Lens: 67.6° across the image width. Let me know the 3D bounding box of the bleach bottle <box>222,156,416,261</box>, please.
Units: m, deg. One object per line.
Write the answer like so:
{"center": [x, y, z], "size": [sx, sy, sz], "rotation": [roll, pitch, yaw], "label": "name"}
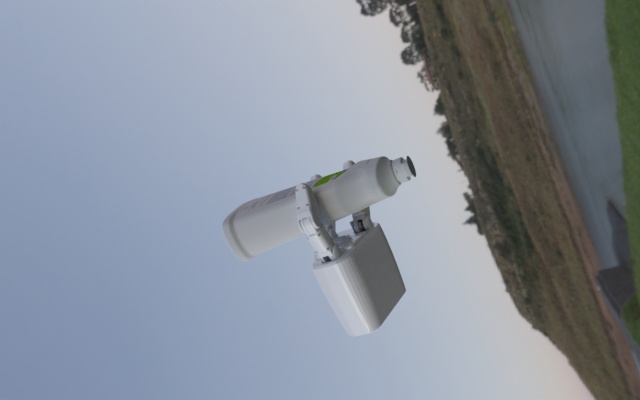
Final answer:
{"center": [0.000, 0.002, 0.618], "size": [0.251, 0.068, 0.102], "rotation": [-20, 15, 24], "label": "bleach bottle"}
